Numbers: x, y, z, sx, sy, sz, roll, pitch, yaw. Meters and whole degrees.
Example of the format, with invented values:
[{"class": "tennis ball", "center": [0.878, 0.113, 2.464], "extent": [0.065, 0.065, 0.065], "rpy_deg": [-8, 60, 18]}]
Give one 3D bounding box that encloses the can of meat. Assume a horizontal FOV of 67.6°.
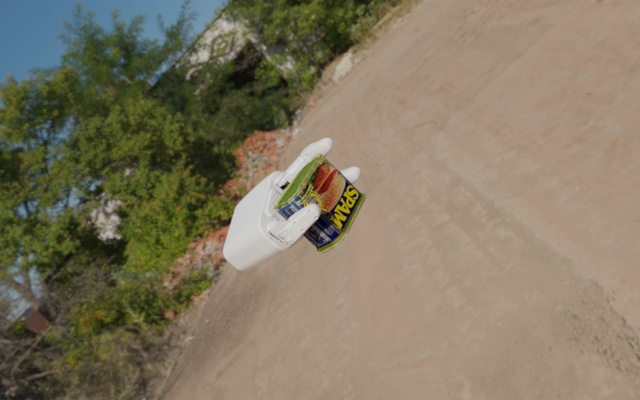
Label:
[{"class": "can of meat", "center": [0.000, 0.002, 0.610], "extent": [0.057, 0.084, 0.102], "rpy_deg": [-32, 20, 46]}]
